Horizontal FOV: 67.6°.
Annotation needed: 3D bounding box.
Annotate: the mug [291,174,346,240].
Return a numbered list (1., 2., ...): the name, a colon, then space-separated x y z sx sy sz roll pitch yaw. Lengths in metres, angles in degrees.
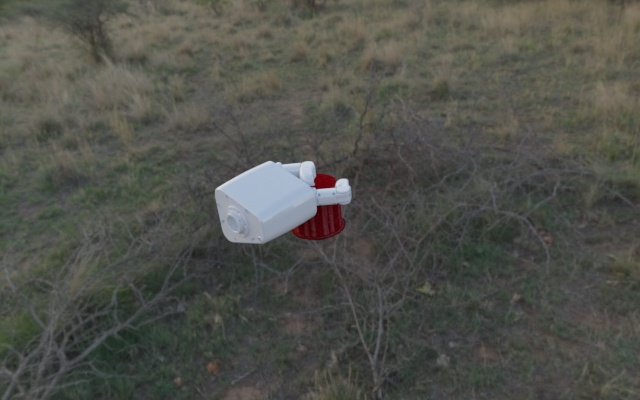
1. mug: 0.001 0.002 0.797 0.093 0.081 0.117 16 34 37
